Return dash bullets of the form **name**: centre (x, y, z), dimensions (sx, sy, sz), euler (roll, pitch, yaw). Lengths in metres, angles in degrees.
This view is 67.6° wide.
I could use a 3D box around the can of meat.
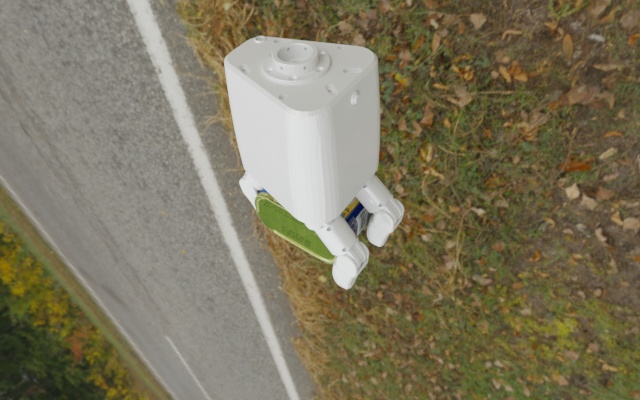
- **can of meat**: centre (0.000, 0.002, 0.460), dimensions (0.102, 0.057, 0.084), euler (27, 54, 22)
